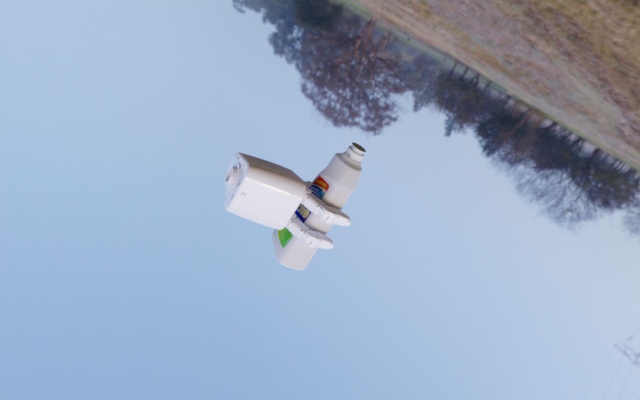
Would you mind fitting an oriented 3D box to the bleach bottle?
[{"bbox_3d":[0.000,0.003,0.851,0.068,0.251,0.102,20,27,-26],"label":"bleach bottle"}]
